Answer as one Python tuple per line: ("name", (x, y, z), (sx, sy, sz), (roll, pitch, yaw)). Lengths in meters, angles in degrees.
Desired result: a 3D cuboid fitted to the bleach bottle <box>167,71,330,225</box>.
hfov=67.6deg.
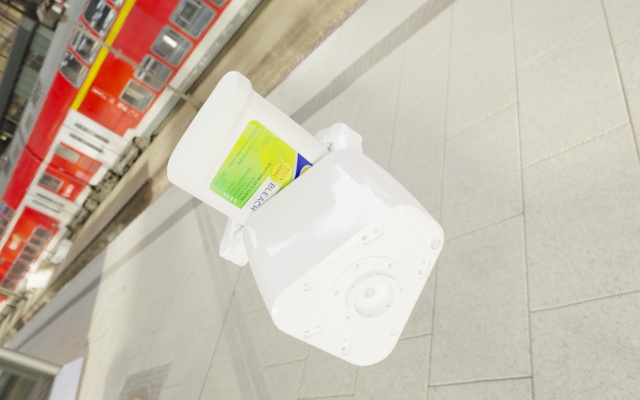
("bleach bottle", (0.000, 0.001, 0.424), (0.251, 0.102, 0.068), (32, 11, -26))
